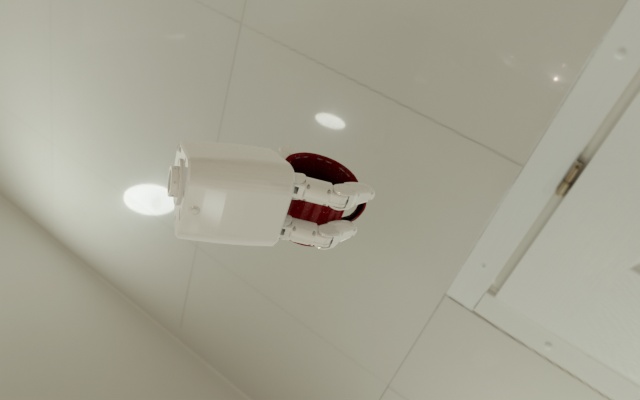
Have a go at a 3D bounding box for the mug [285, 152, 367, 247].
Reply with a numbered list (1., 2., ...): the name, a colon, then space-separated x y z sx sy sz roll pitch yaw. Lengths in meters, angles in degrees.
1. mug: 0.001 0.002 0.582 0.117 0.081 0.093 6 35 -24
